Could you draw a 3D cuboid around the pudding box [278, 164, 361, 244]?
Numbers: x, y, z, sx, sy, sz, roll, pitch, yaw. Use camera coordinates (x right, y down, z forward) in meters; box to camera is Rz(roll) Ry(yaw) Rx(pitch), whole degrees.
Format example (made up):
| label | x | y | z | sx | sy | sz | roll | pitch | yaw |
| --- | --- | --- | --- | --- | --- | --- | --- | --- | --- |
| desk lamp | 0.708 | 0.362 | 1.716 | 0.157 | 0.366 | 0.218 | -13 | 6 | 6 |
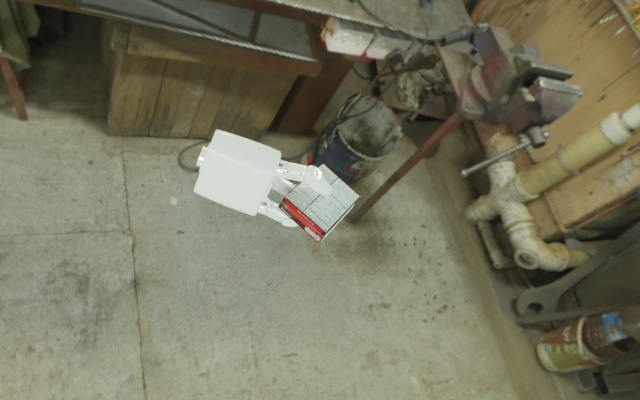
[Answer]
| label | x | y | z | sx | sy | sz | roll | pitch | yaw |
| --- | --- | --- | --- | --- | --- | --- | --- | --- | --- |
| pudding box | 0.000 | 0.002 | 0.781 | 0.113 | 0.090 | 0.039 | -44 | -6 | -38 |
